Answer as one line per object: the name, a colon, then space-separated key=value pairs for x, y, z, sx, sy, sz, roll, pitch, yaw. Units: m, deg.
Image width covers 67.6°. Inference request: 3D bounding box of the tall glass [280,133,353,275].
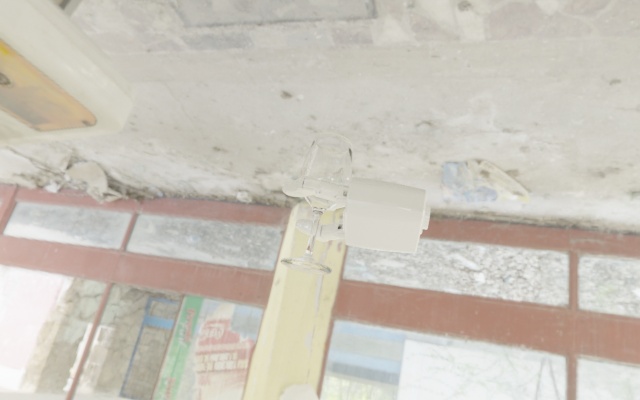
tall glass: x=0.000 y=0.003 z=0.702 sx=0.079 sy=0.201 sz=0.079 roll=11 pitch=-20 yaw=4
